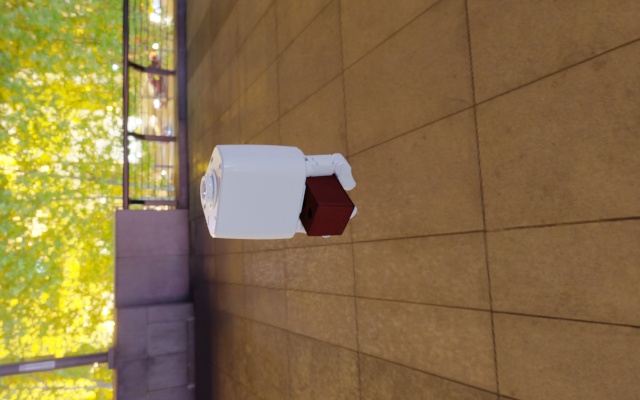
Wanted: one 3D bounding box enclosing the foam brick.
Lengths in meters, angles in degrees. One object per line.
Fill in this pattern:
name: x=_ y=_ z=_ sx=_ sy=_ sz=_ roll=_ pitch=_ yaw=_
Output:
foam brick: x=0.000 y=0.002 z=0.618 sx=0.051 sy=0.053 sz=0.078 roll=0 pitch=39 yaw=-27
